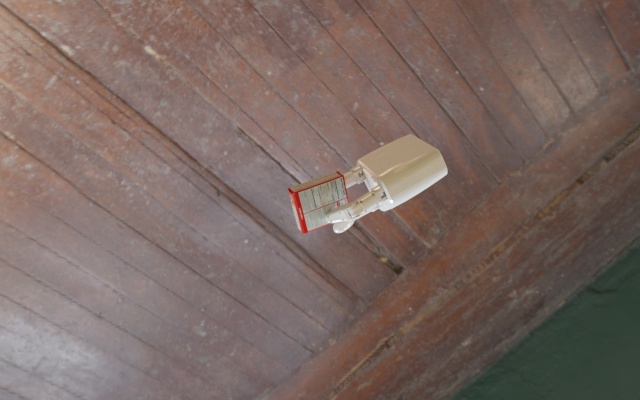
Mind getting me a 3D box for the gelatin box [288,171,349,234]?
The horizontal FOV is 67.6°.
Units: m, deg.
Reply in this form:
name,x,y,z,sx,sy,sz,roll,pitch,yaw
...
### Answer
name,x,y,z,sx,sy,sz,roll,pitch,yaw
gelatin box,0.000,0.003,0.756,0.089,0.073,0.030,-21,26,-17
